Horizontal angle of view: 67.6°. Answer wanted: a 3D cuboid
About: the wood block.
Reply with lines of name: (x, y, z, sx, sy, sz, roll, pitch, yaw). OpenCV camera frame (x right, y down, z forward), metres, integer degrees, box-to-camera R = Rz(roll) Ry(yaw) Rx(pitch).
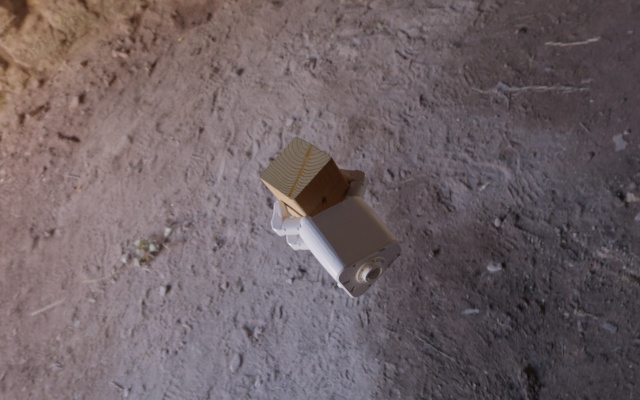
wood block: (0.001, 0.002, 0.796, 0.090, 0.091, 0.206, 34, -13, 38)
